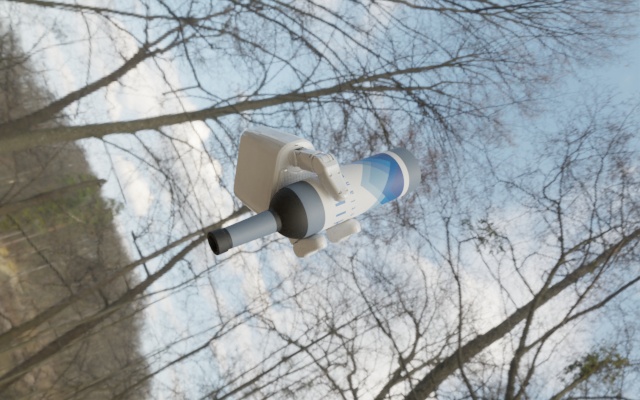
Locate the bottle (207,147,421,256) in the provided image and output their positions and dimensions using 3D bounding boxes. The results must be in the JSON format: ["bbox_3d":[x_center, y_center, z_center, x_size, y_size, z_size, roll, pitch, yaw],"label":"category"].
[{"bbox_3d":[0.000,0.002,0.591,0.295,0.069,0.069,-21,12,-32],"label":"bottle"}]
